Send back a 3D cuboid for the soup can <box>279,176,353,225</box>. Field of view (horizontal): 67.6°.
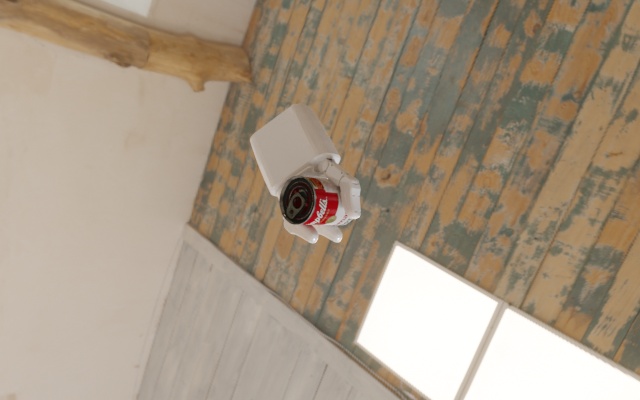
[{"bbox_3d":[0.001,0.003,0.690,0.068,0.068,0.102,0,-3,41],"label":"soup can"}]
